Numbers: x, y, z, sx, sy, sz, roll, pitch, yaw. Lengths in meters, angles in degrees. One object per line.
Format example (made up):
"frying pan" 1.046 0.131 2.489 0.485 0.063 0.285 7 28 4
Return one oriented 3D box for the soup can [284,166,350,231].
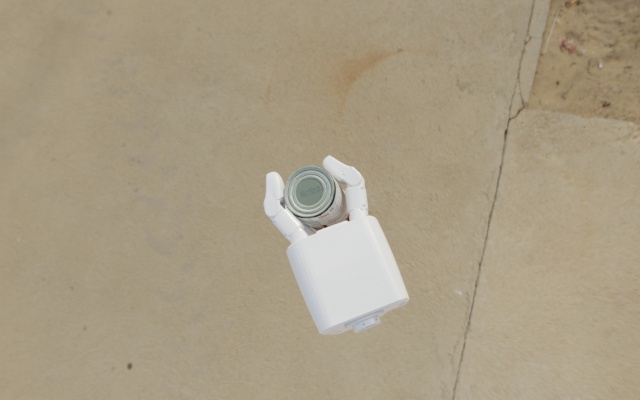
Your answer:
"soup can" 0.000 0.001 0.616 0.068 0.068 0.102 0 -15 17
